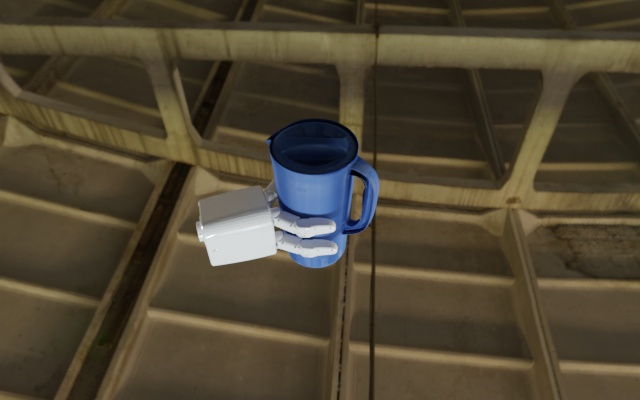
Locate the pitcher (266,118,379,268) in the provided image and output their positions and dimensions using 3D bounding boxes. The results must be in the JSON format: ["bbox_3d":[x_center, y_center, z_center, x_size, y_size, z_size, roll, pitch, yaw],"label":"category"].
[{"bbox_3d":[0.000,0.003,0.779,0.145,0.243,0.149,-13,46,-11],"label":"pitcher"}]
